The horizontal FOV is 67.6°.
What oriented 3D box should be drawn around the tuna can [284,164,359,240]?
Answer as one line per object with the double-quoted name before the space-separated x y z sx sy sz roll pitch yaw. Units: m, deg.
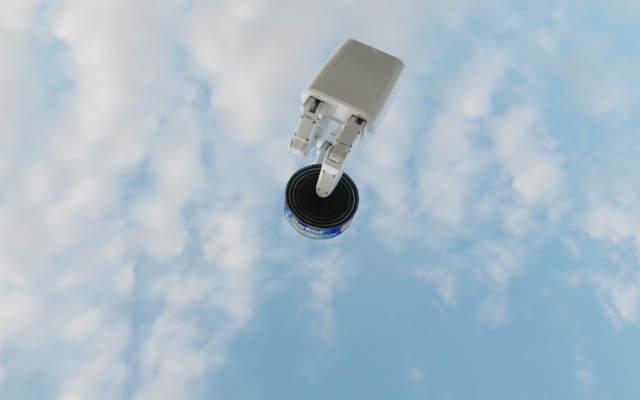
"tuna can" 0.000 0.002 0.558 0.086 0.086 0.034 0 -30 -9
